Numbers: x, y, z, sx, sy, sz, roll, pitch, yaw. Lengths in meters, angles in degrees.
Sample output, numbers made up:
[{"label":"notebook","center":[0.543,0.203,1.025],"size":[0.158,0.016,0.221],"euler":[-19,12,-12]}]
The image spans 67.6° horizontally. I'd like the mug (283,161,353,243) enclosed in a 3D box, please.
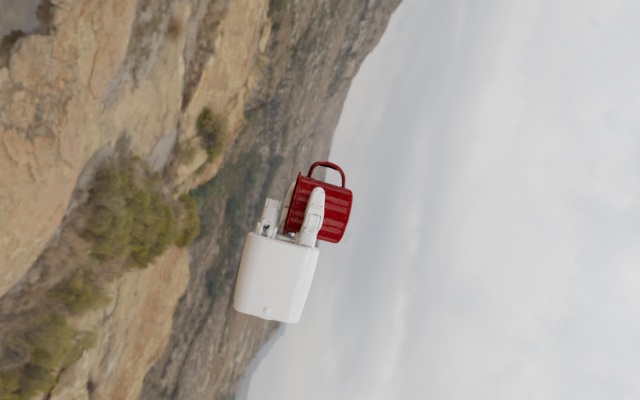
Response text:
[{"label":"mug","center":[0.001,0.001,0.682],"size":[0.081,0.117,0.093],"euler":[15,2,-5]}]
